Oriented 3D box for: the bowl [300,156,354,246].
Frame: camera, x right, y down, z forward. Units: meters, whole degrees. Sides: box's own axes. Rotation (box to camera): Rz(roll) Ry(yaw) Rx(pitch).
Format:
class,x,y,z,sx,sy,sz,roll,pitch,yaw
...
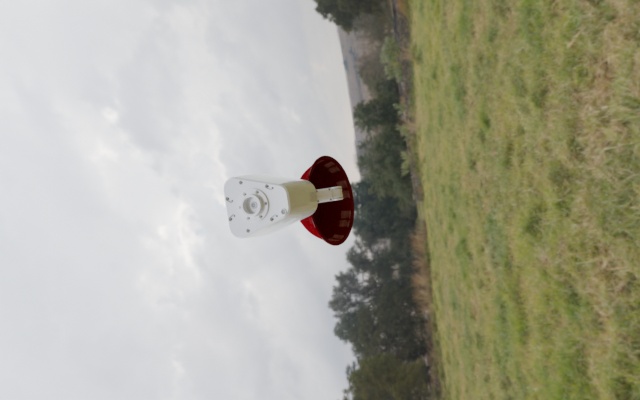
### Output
class,x,y,z,sx,sy,sz,roll,pitch,yaw
bowl,0.000,0.003,0.863,0.055,0.162,0.162,-8,-5,32
